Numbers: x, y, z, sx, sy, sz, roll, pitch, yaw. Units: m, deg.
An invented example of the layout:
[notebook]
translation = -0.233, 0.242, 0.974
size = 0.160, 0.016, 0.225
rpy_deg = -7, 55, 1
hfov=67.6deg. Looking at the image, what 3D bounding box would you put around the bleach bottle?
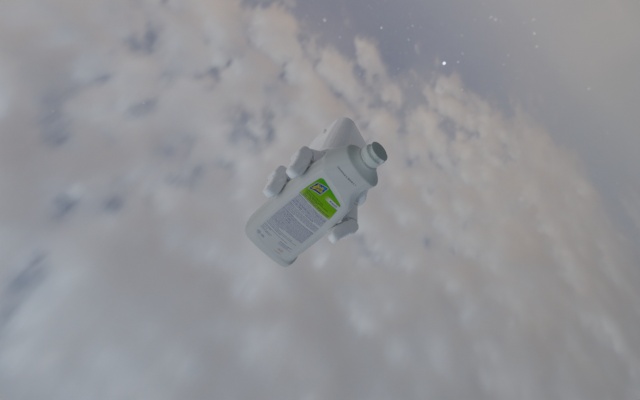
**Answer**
[bleach bottle]
translation = 0.000, 0.002, 0.681
size = 0.251, 0.102, 0.068
rpy_deg = -36, 20, 37
